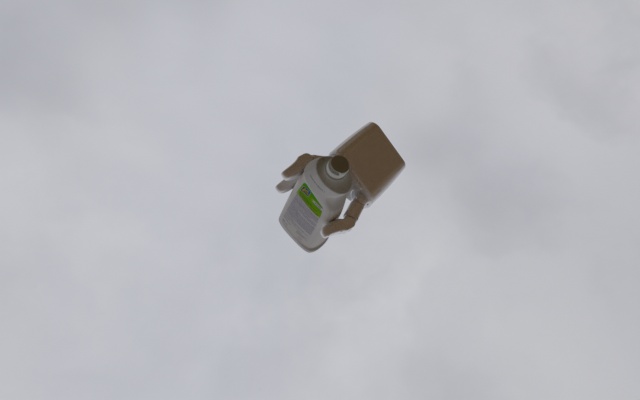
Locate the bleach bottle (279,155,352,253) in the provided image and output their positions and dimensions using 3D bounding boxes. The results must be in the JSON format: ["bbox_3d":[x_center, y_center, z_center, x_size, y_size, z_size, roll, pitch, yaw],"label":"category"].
[{"bbox_3d":[0.000,0.003,0.790,0.068,0.102,0.251,-43,-6,-28],"label":"bleach bottle"}]
